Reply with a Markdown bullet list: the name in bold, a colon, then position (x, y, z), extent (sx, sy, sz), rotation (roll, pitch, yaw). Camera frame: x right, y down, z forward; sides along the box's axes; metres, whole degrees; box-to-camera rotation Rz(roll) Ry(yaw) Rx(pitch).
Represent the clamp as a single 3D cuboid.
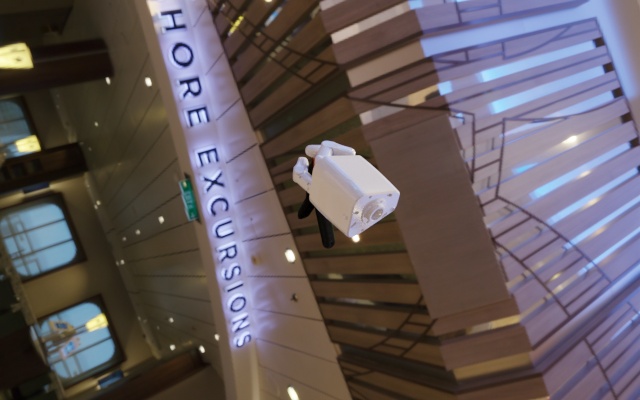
- **clamp**: position (0.001, 0.003, 0.884), extent (0.039, 0.172, 0.120), rotation (-21, 49, -29)
